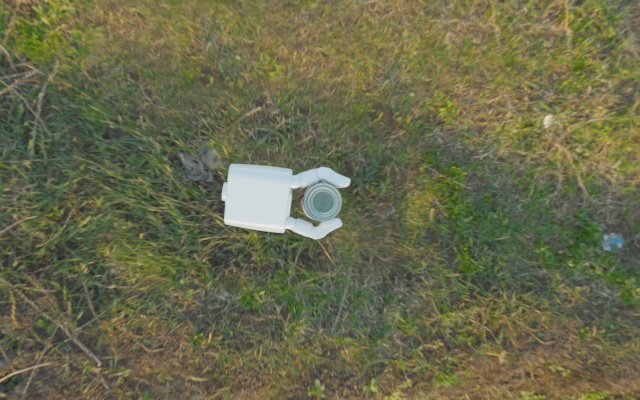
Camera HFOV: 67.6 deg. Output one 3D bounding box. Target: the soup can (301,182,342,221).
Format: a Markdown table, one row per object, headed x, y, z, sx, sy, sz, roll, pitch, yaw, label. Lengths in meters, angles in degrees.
| x | y | z | sx | sy | sz | roll | pitch | yaw | label |
| --- | --- | --- | --- | --- | --- | --- | --- | --- | --- |
| 0.001 | 0.003 | 0.848 | 0.068 | 0.068 | 0.102 | 0 | -1 | -5 | soup can |
